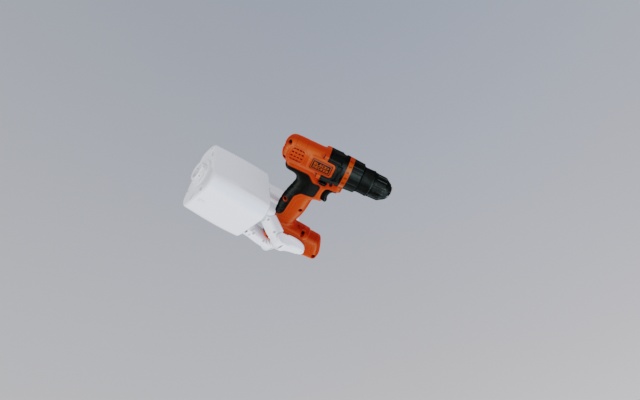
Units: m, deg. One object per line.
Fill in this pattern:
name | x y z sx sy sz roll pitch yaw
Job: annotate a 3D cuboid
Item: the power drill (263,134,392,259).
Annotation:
power drill | 0.000 0.003 0.783 0.184 0.188 0.057 26 25 -3
